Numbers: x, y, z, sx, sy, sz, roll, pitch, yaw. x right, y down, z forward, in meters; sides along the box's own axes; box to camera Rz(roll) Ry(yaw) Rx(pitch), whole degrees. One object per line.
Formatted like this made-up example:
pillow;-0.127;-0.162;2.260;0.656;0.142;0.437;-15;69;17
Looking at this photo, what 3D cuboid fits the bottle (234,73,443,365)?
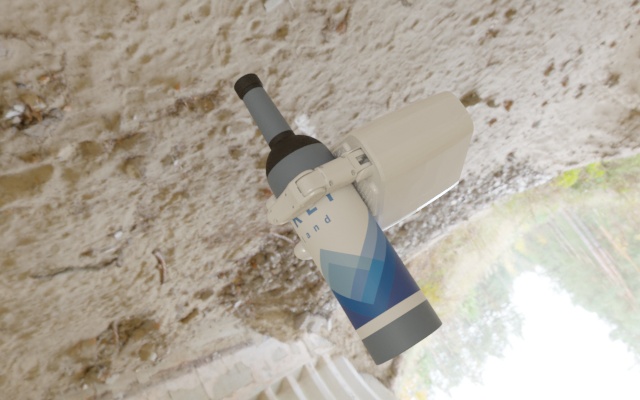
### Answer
bottle;0.000;0.002;0.441;0.069;0.295;0.069;-30;-15;-9
